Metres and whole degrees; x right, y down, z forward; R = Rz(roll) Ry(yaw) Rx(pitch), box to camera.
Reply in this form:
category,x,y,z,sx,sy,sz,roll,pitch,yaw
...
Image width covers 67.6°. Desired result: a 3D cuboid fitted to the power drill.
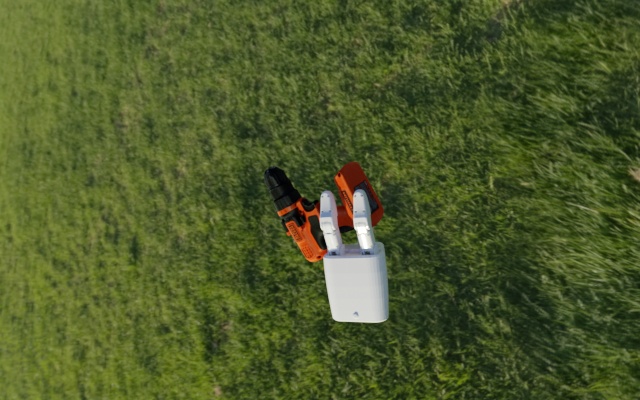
category,x,y,z,sx,sy,sz,roll,pitch,yaw
power drill,0.001,0.003,0.795,0.188,0.184,0.057,-24,9,45
